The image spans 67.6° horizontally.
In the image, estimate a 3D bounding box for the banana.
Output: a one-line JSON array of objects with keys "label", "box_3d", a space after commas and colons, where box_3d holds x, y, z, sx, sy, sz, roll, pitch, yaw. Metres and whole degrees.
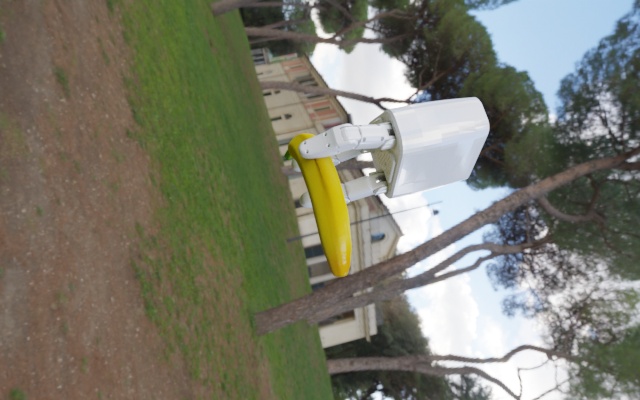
[{"label": "banana", "box_3d": [0.000, -0.014, 0.514, 0.037, 0.197, 0.070, -11, -42, -12]}]
